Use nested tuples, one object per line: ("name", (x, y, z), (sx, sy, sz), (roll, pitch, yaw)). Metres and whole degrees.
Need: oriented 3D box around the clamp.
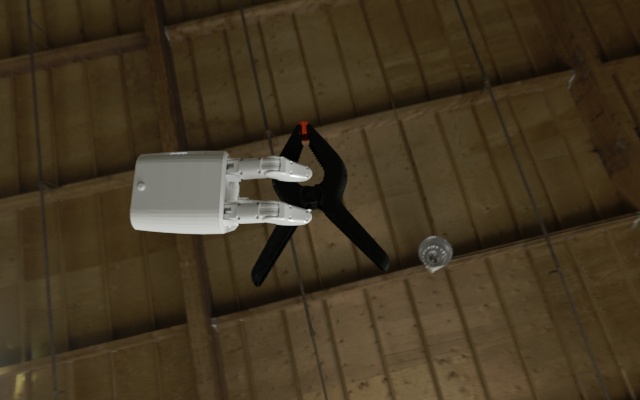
("clamp", (0.000, 0.002, 0.594), (0.164, 0.210, 0.036), (0, -17, -1))
